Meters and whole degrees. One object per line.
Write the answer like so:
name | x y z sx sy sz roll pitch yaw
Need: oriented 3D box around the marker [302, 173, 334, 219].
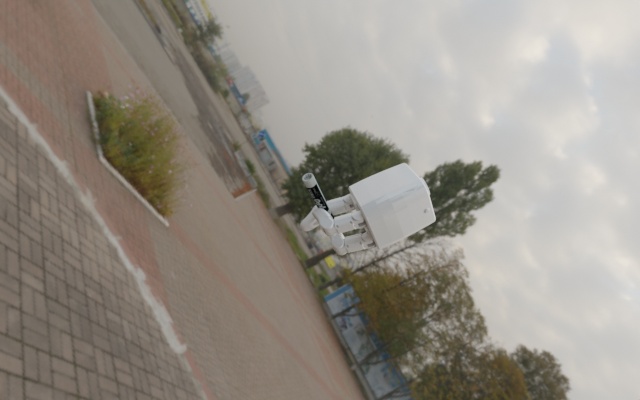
marker | 0.000 0.003 0.779 0.020 0.020 0.121 0 -40 26
